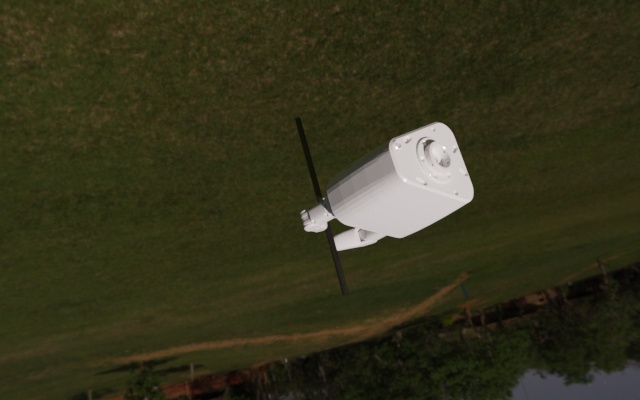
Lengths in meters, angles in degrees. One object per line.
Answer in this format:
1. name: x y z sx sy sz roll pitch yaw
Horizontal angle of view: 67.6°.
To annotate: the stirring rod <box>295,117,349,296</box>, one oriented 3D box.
1. stirring rod: 0.000 0.002 0.608 0.011 0.239 0.011 -14 -16 -4
